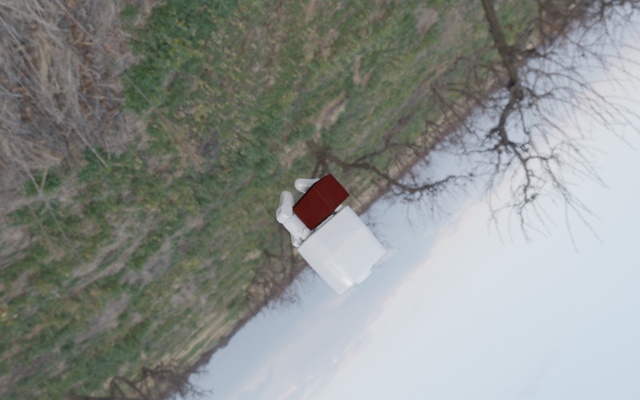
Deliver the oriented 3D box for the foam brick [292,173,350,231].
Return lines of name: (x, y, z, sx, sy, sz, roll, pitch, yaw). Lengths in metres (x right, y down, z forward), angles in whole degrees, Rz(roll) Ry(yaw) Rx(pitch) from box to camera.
foam brick: (0.000, 0.002, 0.794, 0.053, 0.051, 0.078, -35, -9, -46)
